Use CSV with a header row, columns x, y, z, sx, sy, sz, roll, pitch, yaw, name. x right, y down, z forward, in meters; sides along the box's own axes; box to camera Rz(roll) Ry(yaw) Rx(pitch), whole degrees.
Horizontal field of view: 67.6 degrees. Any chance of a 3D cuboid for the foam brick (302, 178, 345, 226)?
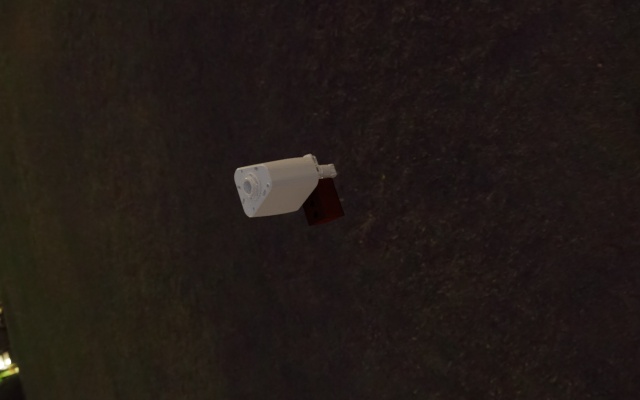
x,y,z,sx,sy,sz,roll,pitch,yaw,name
0.000,0.003,0.898,0.051,0.078,0.053,-10,-13,-46,foam brick
